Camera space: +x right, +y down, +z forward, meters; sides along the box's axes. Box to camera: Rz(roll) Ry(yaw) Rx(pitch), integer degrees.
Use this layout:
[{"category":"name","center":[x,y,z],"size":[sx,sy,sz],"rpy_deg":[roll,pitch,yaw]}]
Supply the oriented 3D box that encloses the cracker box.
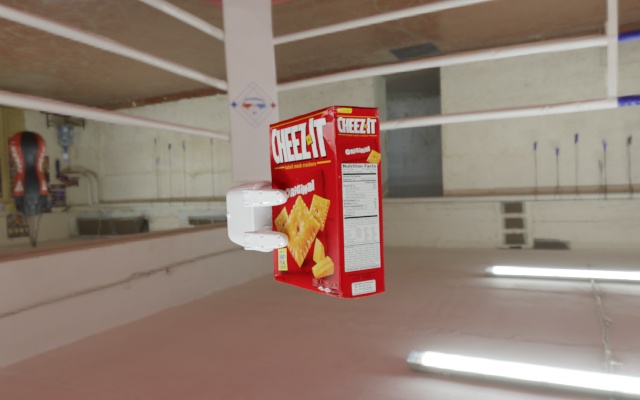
[{"category":"cracker box","center":[0.000,0.002,0.592],"size":[0.072,0.213,0.164],"rpy_deg":[-3,2,-32]}]
